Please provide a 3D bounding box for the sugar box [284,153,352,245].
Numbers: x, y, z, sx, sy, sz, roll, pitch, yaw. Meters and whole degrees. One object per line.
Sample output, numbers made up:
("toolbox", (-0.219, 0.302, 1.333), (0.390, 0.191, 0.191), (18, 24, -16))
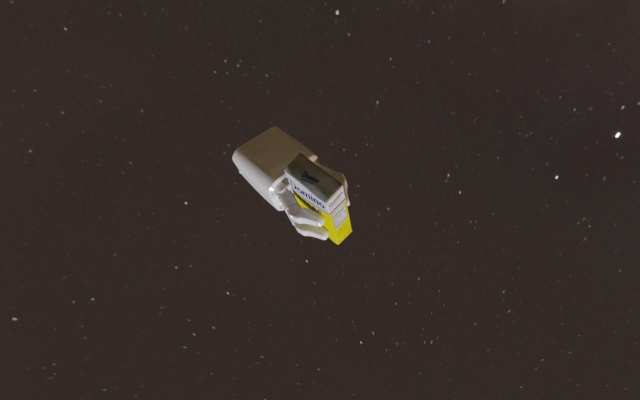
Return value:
("sugar box", (0.000, 0.003, 0.786), (0.093, 0.048, 0.176), (38, -12, 24))
